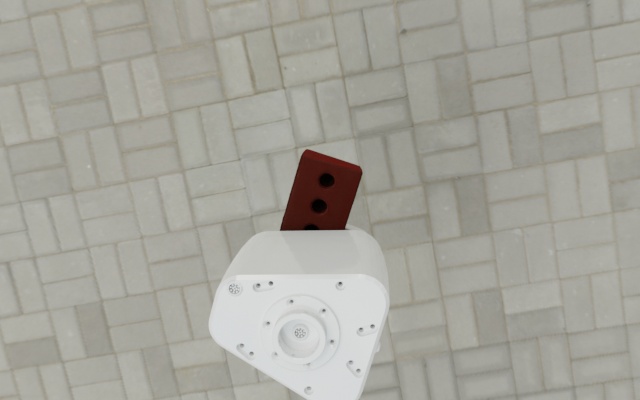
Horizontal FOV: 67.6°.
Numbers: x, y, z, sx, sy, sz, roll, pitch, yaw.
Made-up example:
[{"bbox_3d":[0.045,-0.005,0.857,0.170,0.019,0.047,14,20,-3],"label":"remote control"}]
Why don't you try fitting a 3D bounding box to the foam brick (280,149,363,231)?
[{"bbox_3d":[0.000,0.001,0.409,0.053,0.078,0.051,16,10,0],"label":"foam brick"}]
